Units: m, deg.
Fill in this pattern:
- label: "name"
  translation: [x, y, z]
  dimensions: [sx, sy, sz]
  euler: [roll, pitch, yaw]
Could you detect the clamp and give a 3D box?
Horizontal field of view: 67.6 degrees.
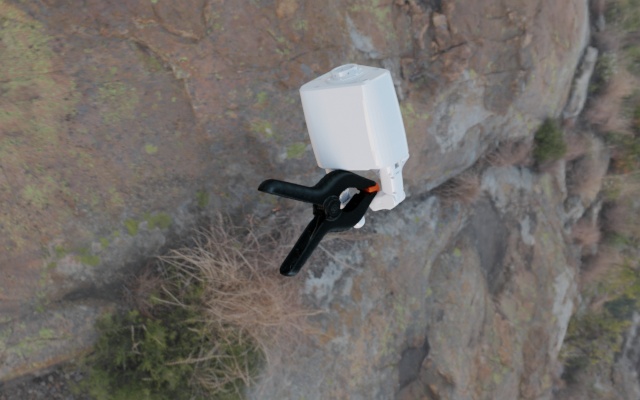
- label: "clamp"
  translation: [0.001, 0.002, 0.586]
  dimensions: [0.171, 0.120, 0.039]
  euler: [-35, 33, -31]
